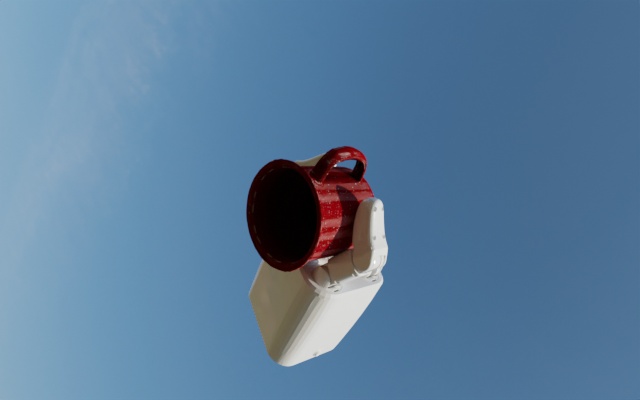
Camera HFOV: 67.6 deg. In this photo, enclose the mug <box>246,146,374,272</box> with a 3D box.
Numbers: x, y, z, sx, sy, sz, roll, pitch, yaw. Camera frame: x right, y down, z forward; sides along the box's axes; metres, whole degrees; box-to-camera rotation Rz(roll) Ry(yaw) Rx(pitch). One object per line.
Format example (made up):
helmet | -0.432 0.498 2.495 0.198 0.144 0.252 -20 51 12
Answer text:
mug | 0.001 0.000 0.415 0.081 0.117 0.093 -4 43 -46
